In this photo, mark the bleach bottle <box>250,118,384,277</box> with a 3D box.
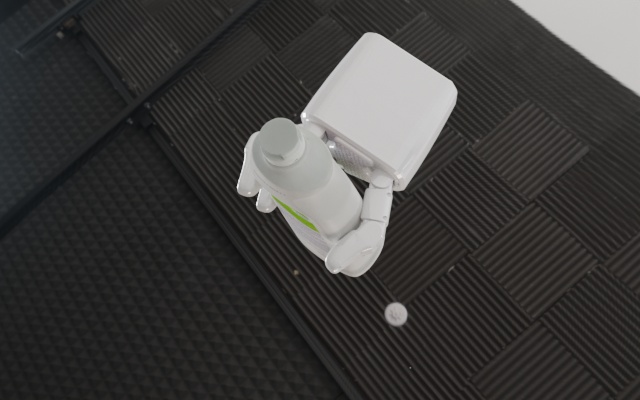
[{"bbox_3d":[0.000,0.001,0.439,0.102,0.068,0.251,32,-11,19],"label":"bleach bottle"}]
